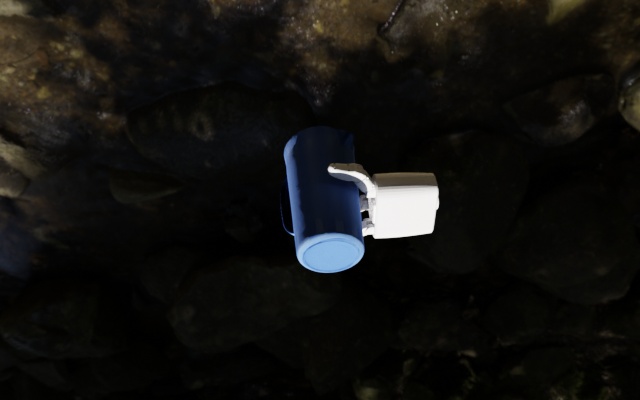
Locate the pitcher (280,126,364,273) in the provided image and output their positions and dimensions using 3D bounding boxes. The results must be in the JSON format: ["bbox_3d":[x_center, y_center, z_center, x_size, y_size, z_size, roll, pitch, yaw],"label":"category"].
[{"bbox_3d":[0.000,0.003,0.830,0.145,0.242,0.149,-3,-40,-3],"label":"pitcher"}]
